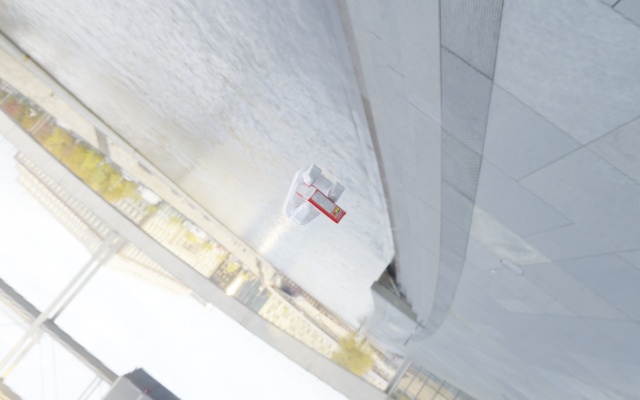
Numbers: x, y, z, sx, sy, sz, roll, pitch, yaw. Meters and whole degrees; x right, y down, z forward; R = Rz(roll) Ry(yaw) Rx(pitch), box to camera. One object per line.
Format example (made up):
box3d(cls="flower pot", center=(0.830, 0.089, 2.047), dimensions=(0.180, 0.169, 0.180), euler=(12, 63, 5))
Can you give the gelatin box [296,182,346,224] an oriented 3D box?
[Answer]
box3d(cls="gelatin box", center=(0.000, 0.003, 0.869), dimensions=(0.073, 0.030, 0.089), euler=(39, -3, -19))
